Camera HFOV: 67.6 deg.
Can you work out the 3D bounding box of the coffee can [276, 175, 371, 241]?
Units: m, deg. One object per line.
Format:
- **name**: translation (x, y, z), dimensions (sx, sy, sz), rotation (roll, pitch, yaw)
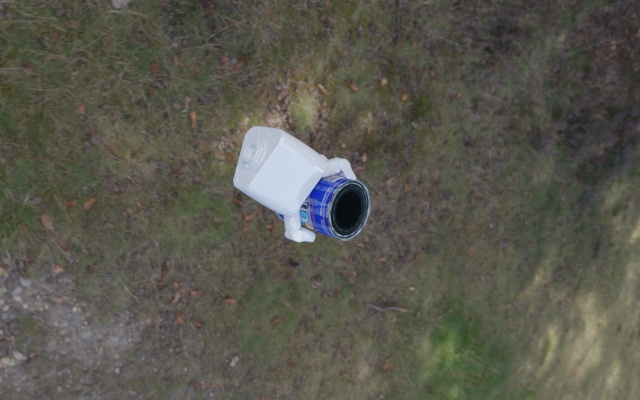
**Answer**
- **coffee can**: translation (0.000, 0.003, 0.826), dimensions (0.103, 0.103, 0.140), rotation (0, 11, -45)
